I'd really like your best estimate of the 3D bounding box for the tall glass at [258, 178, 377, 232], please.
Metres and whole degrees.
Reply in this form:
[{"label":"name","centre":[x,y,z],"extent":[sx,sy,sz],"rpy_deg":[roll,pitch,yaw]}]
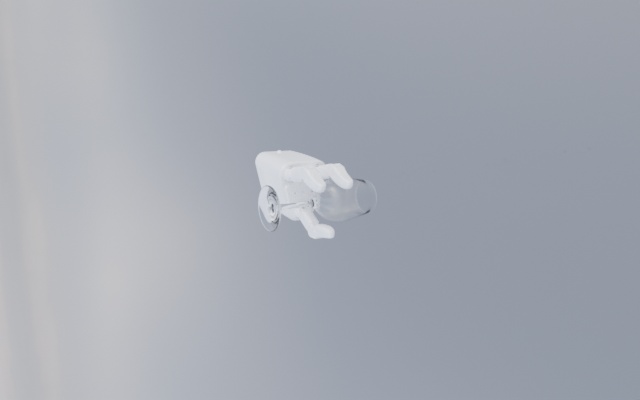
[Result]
[{"label":"tall glass","centre":[0.000,0.003,0.812],"extent":[0.201,0.079,0.079],"rpy_deg":[-7,4,-33]}]
